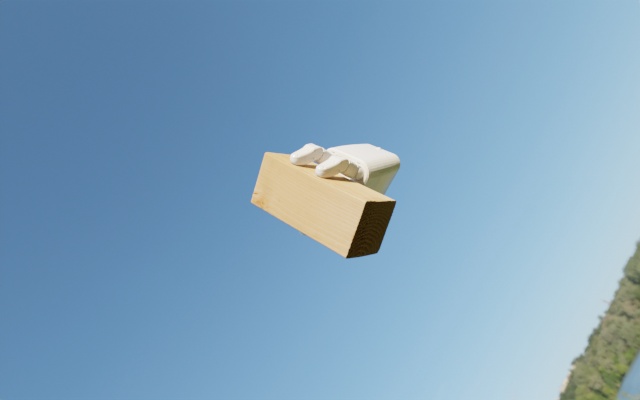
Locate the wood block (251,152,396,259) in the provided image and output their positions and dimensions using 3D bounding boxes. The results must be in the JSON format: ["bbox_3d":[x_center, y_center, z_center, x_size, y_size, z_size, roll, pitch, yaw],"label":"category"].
[{"bbox_3d":[0.000,0.003,0.749,0.206,0.091,0.090,27,17,35],"label":"wood block"}]
